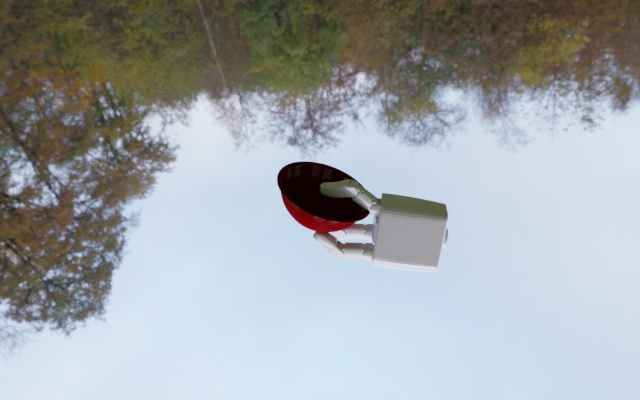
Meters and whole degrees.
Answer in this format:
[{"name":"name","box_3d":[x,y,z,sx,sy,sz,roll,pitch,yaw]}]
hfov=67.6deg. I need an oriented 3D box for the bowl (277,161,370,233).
[{"name":"bowl","box_3d":[-0.001,0.002,0.781,0.162,0.055,0.162,15,33,-10]}]
